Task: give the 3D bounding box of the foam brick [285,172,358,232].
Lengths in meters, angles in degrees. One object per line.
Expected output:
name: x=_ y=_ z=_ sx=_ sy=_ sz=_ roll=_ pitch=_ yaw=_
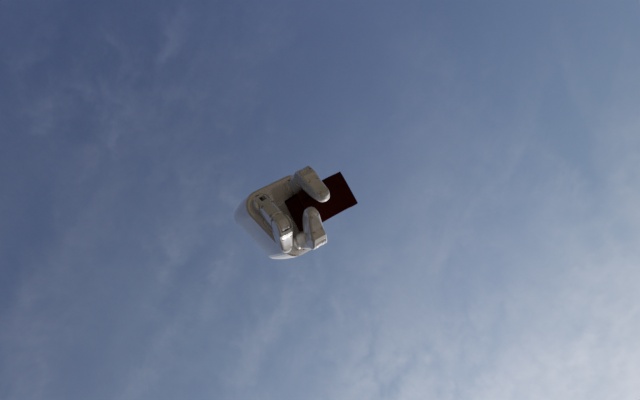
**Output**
foam brick: x=0.000 y=0.002 z=0.668 sx=0.078 sy=0.053 sz=0.051 roll=-27 pitch=0 yaw=-24
